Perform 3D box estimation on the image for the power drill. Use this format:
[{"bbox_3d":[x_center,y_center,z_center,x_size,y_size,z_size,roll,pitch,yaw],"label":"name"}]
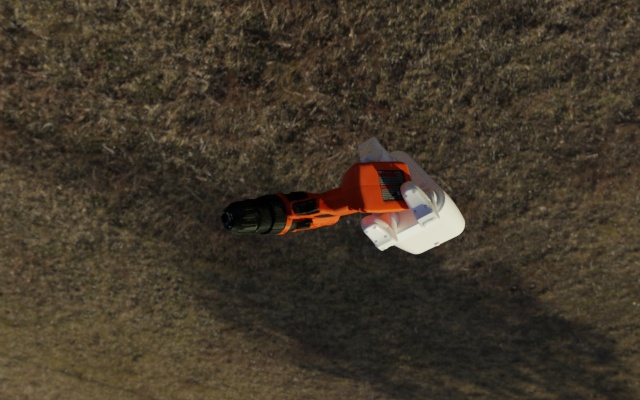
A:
[{"bbox_3d":[0.001,0.002,0.568,0.184,0.057,0.188,-7,-5,-45],"label":"power drill"}]
